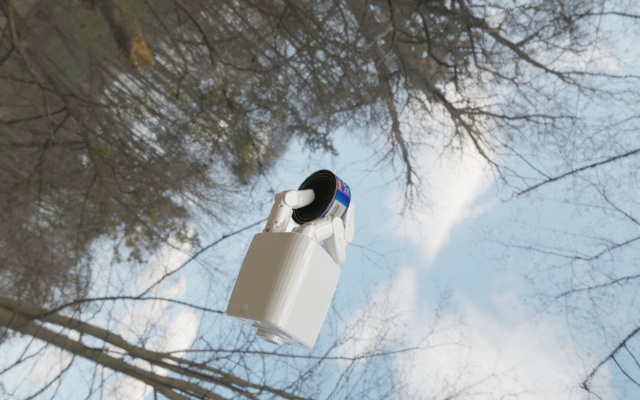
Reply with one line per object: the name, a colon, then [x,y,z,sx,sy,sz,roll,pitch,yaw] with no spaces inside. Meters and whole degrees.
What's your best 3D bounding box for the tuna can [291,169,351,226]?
tuna can: [0.001,0.002,0.654,0.034,0.086,0.086,34,-22,-35]
